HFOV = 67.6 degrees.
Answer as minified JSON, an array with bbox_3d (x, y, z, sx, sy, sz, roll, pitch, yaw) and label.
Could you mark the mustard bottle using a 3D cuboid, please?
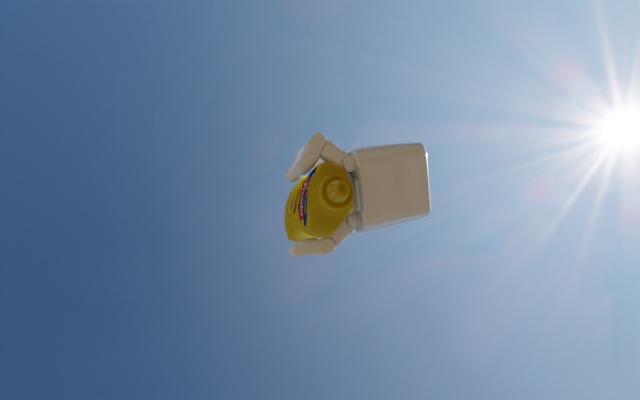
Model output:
[{"bbox_3d":[0.000,0.002,0.623,0.058,0.096,0.191,15,-13,-13],"label":"mustard bottle"}]
